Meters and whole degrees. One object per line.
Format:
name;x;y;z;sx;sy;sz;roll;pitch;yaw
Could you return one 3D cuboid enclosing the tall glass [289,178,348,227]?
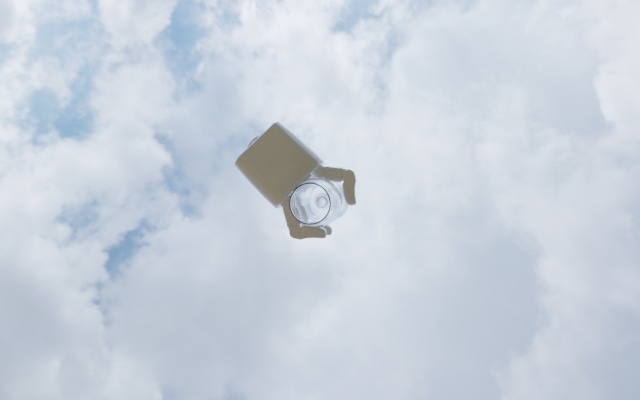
tall glass;0.000;0.003;0.790;0.079;0.079;0.201;0;1;9
